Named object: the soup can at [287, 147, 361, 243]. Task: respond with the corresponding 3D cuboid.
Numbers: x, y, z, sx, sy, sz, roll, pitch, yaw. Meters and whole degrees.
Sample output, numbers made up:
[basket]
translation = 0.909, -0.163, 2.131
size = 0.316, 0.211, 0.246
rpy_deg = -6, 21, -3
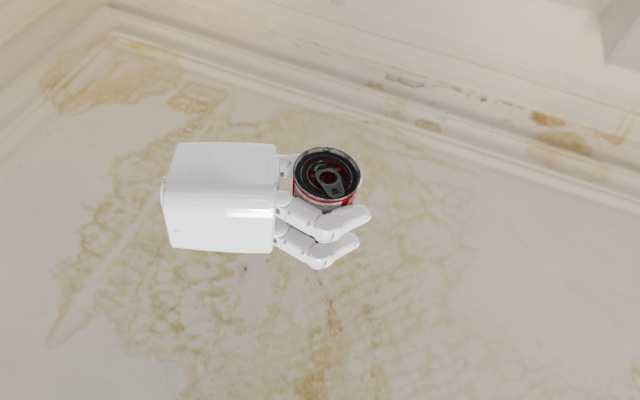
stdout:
[soup can]
translation = 0.001, 0.002, 0.512
size = 0.068, 0.068, 0.102
rpy_deg = 0, -36, -9
